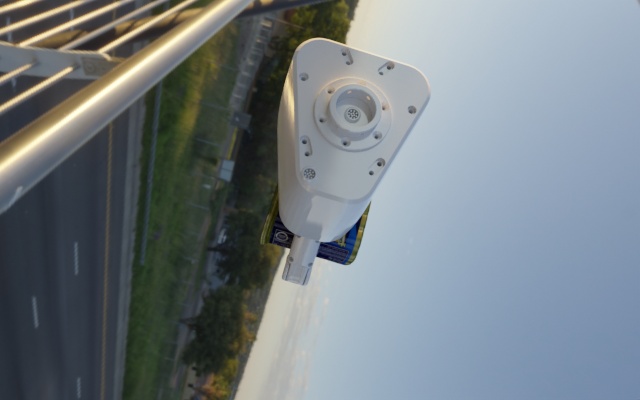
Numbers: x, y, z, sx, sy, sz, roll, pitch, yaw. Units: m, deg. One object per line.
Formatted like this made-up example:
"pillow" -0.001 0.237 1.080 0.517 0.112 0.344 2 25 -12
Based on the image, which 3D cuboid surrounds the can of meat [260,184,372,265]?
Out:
"can of meat" 0.000 0.002 0.437 0.084 0.102 0.057 17 -20 -3
